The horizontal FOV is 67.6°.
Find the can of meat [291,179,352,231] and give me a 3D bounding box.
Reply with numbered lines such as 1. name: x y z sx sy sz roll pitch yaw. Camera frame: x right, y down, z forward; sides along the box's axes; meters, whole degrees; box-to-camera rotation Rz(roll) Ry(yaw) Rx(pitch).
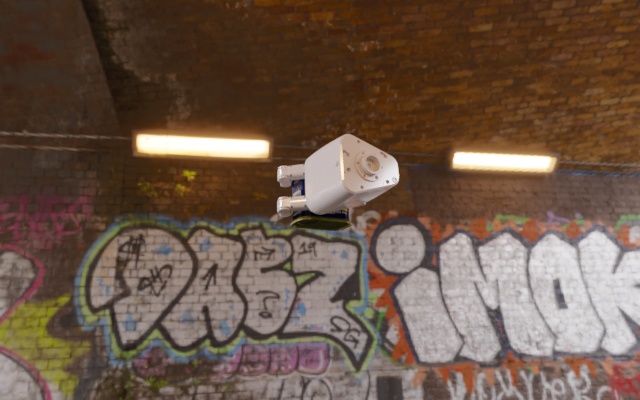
1. can of meat: 0.000 0.002 0.817 0.102 0.084 0.057 7 -19 -27
